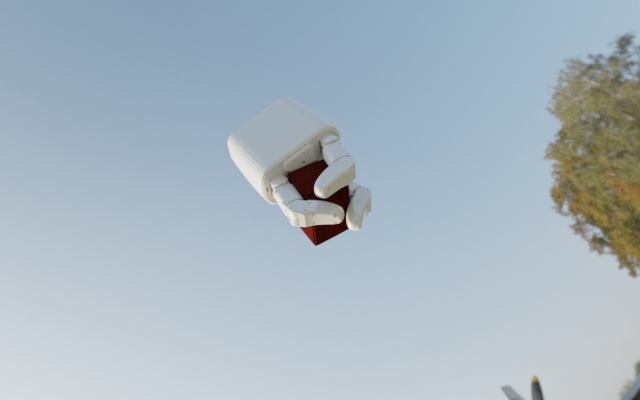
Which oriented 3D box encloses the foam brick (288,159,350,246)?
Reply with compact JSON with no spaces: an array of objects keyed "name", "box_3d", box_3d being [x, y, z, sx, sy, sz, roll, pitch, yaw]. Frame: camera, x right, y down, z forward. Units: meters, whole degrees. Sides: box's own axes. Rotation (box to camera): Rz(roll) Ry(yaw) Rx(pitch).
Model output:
[{"name":"foam brick","box_3d":[0.000,0.002,0.559,0.053,0.078,0.051,-24,44,-21]}]
